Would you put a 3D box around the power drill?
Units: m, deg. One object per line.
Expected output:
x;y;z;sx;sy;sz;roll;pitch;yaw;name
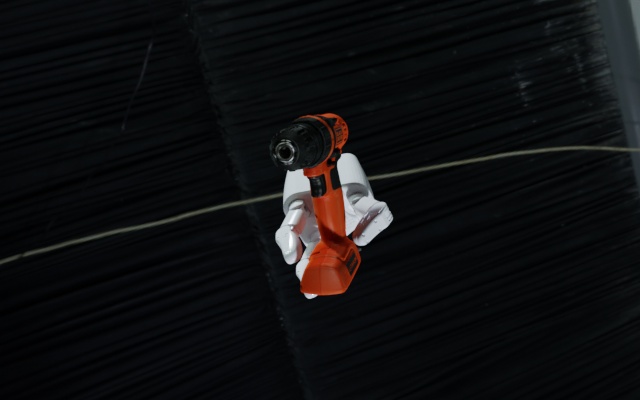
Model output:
0.000;0.002;0.516;0.057;0.188;0.184;-1;14;17;power drill
